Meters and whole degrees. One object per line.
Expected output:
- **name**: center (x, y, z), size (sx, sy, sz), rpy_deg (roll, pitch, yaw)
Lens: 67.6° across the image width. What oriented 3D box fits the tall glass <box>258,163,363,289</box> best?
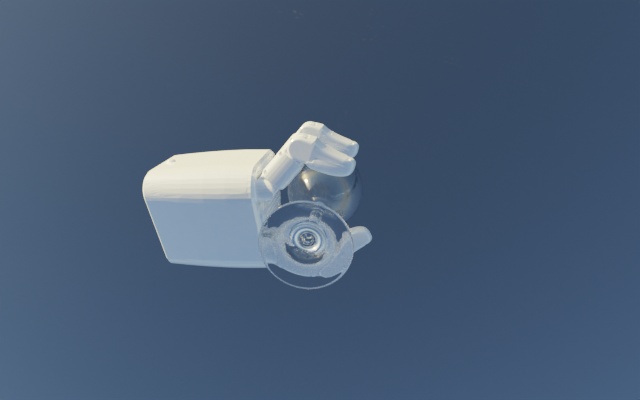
- **tall glass**: center (0.000, 0.002, 0.456), size (0.079, 0.079, 0.201), rpy_deg (0, 20, 8)
